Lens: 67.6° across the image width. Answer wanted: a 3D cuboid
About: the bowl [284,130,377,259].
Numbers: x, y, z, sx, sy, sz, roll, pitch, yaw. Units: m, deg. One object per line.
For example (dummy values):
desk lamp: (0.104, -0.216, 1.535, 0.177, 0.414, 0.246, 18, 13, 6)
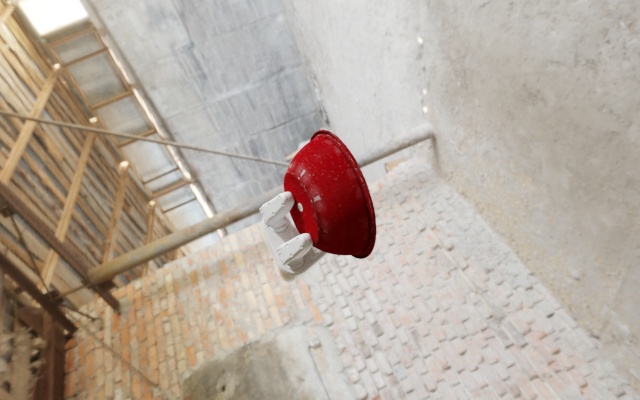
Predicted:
bowl: (0.000, 0.001, 0.561, 0.055, 0.162, 0.162, -20, 7, -21)
